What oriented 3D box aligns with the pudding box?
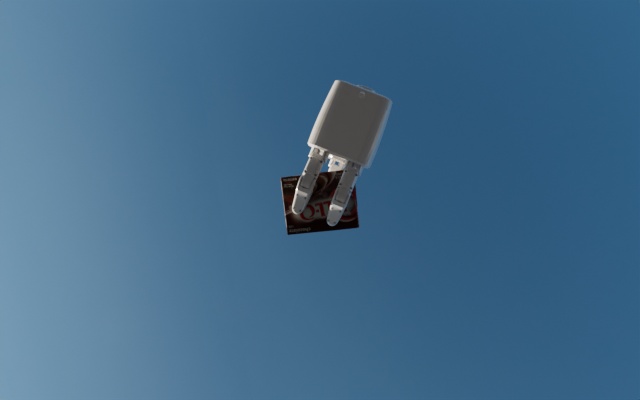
[{"bbox_3d":[0.000,0.002,0.736,0.113,0.090,0.039,-6,2,6],"label":"pudding box"}]
